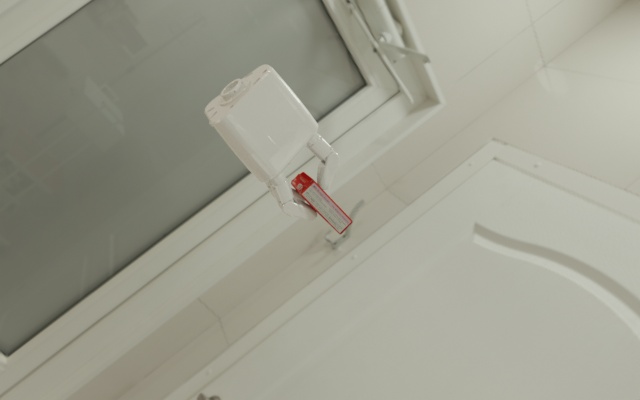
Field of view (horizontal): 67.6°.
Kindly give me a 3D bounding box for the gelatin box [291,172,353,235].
[{"bbox_3d":[0.001,0.002,0.693,0.089,0.030,0.073,45,0,-19],"label":"gelatin box"}]
